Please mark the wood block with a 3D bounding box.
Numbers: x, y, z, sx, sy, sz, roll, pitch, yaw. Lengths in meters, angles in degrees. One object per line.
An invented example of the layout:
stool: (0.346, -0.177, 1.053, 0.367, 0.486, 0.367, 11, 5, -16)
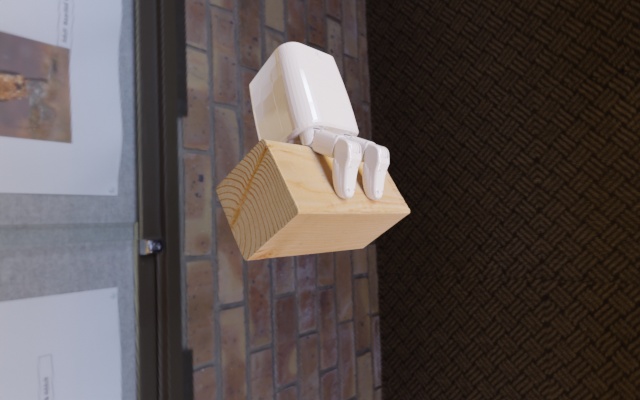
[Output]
wood block: (0.000, 0.002, 0.546, 0.091, 0.090, 0.206, -41, -25, 32)
